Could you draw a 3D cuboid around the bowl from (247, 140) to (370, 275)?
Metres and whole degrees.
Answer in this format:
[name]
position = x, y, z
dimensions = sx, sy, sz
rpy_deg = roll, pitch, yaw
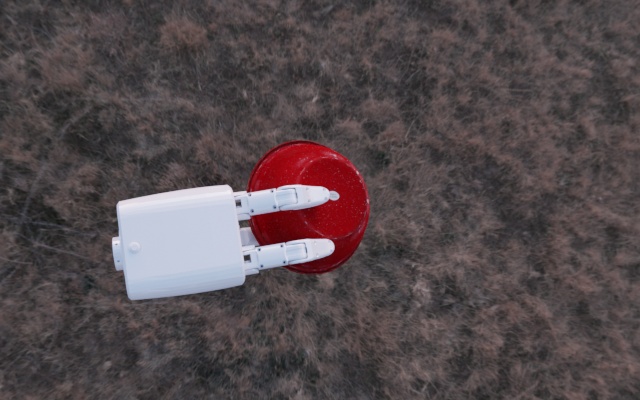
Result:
[bowl]
position = 0.001, 0.001, 0.544
dimensions = 0.162, 0.162, 0.055
rpy_deg = 0, -11, -30
